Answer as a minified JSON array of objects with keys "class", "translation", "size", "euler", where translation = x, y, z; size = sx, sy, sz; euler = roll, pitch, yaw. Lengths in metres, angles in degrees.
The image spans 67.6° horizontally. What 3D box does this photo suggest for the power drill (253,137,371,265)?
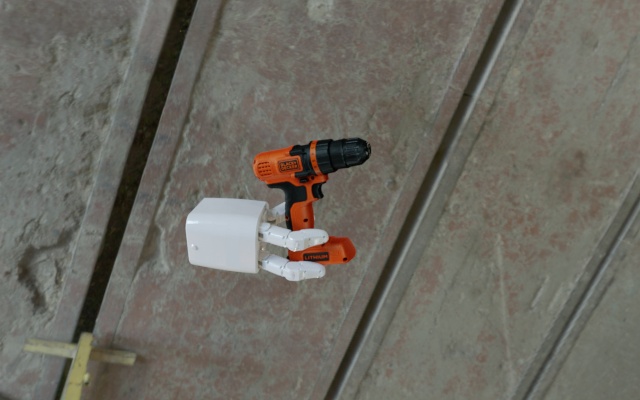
[{"class":"power drill","translation":[0.000,0.003,0.725],"size":[0.184,0.188,0.057],"euler":[-7,13,23]}]
